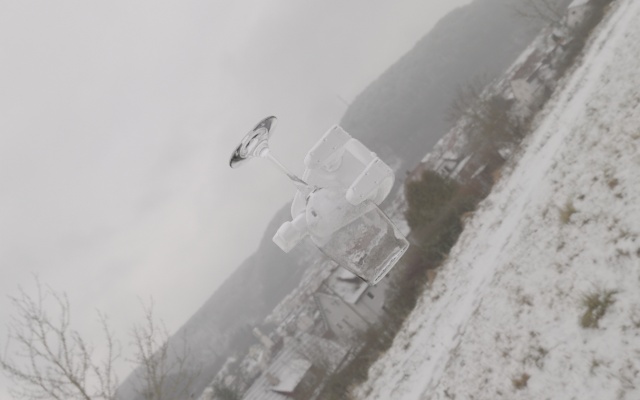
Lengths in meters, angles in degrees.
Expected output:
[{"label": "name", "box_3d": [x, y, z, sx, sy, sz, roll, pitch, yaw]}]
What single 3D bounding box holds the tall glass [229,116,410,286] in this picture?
[{"label": "tall glass", "box_3d": [-0.001, 0.001, 0.513, 0.201, 0.079, 0.079, 42, 5, 6]}]
